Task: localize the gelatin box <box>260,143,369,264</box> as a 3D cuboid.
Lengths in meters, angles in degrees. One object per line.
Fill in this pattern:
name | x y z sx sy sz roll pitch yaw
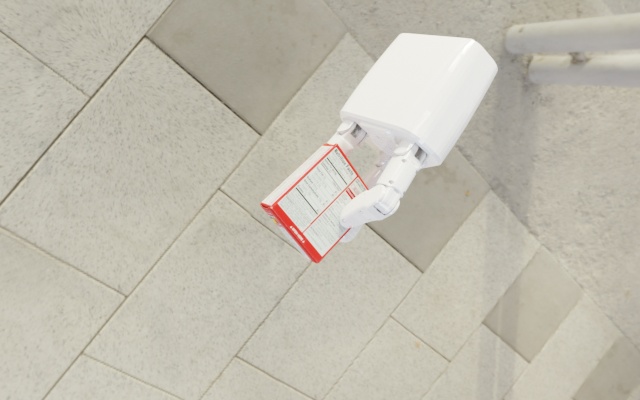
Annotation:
gelatin box | 0.000 0.002 0.446 0.089 0.073 0.030 -45 25 -16
